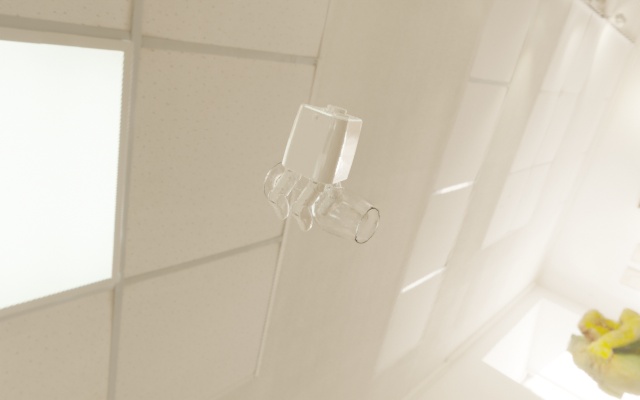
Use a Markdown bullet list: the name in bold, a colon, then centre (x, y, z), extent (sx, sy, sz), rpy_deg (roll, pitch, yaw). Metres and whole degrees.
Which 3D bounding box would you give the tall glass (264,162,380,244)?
- **tall glass**: centre (0.000, 0.002, 0.798), extent (0.201, 0.079, 0.079), rpy_deg (27, 16, 33)
